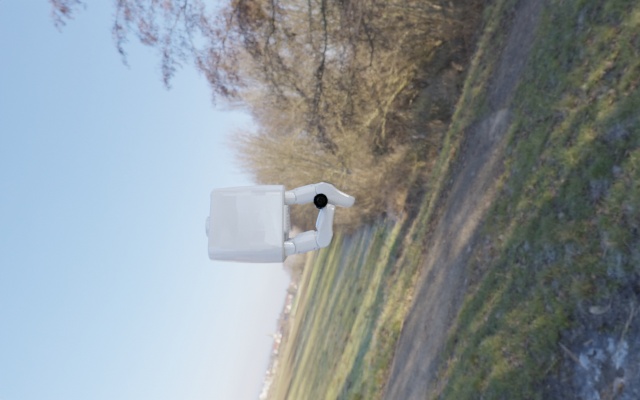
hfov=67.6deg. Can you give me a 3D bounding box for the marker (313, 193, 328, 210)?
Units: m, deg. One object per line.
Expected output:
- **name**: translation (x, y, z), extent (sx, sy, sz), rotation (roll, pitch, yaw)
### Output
- **marker**: translation (0.000, 0.002, 0.660), extent (0.020, 0.020, 0.121), rotation (0, -2, 0)
